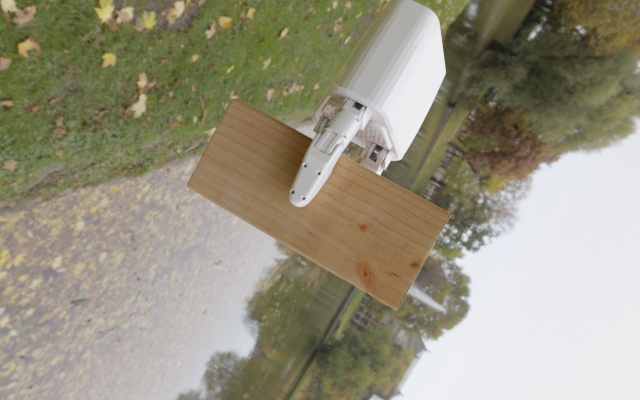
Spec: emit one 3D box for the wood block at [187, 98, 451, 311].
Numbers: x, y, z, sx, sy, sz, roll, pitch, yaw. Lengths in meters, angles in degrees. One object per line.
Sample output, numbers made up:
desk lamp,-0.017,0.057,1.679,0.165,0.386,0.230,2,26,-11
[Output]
wood block,0.000,0.001,0.434,0.206,0.090,0.091,29,2,10
